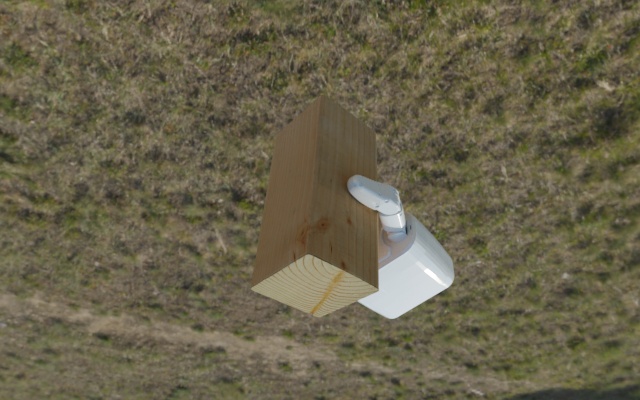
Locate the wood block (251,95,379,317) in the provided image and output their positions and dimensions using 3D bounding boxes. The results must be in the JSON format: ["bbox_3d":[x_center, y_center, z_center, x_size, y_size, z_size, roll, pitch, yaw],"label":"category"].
[{"bbox_3d":[0.001,0.002,0.506,0.090,0.206,0.091,30,-45,-29],"label":"wood block"}]
